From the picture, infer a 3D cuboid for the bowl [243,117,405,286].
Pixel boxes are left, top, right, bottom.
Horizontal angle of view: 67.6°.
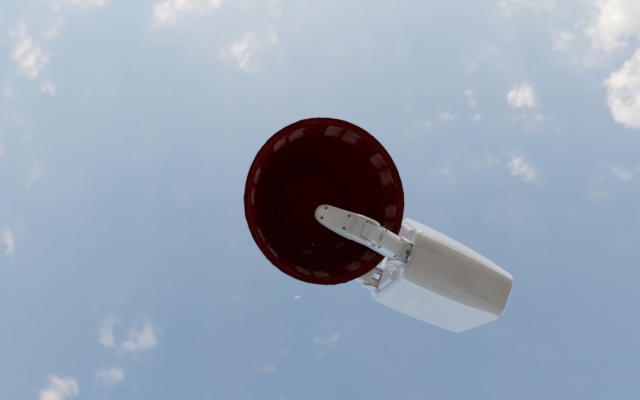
[{"bbox_3d":[-0.001,0.001,0.481,0.162,0.162,0.055,0,-4,-17],"label":"bowl"}]
